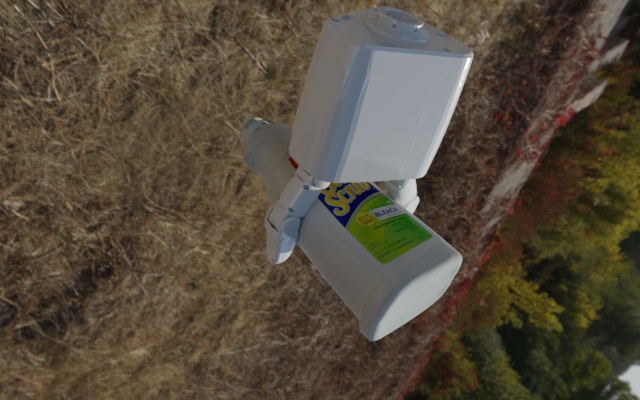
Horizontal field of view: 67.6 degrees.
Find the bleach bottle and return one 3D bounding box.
[{"bbox_3d":[0.000,0.001,0.432,0.102,0.068,0.250,-19,50,-38],"label":"bleach bottle"}]
